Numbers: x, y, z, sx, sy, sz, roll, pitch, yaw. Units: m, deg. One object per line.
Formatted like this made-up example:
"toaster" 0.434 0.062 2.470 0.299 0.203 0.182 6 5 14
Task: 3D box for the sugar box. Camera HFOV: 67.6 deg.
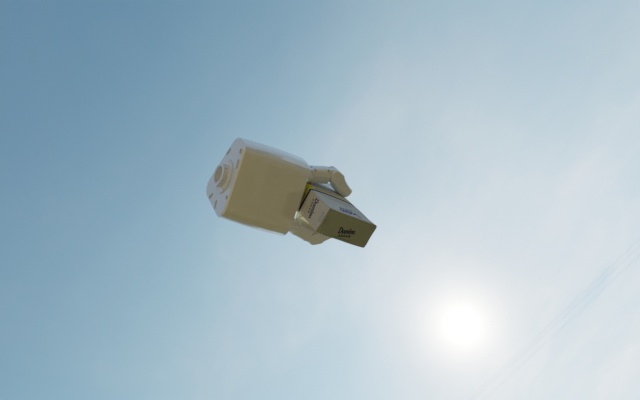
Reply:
"sugar box" 0.000 0.003 0.724 0.093 0.048 0.176 21 17 -35
